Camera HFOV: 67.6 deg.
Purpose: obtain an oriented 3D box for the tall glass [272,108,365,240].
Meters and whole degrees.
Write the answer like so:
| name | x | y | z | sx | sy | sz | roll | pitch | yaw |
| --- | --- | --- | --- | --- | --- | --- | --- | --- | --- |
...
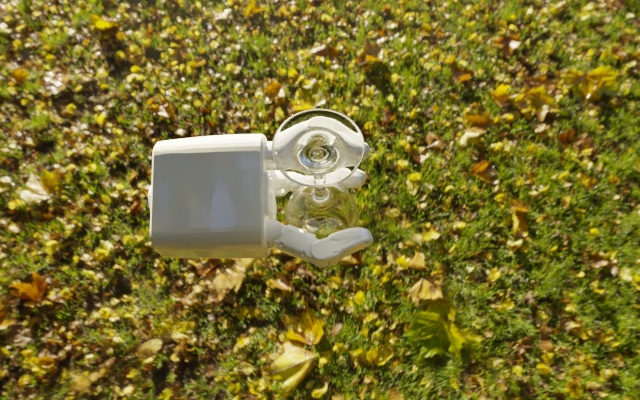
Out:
| name | x | y | z | sx | sy | sz | roll | pitch | yaw |
| --- | --- | --- | --- | --- | --- | --- | --- | --- | --- |
| tall glass | 0.000 | 0.001 | 0.467 | 0.079 | 0.079 | 0.201 | 0 | -27 | 2 |
